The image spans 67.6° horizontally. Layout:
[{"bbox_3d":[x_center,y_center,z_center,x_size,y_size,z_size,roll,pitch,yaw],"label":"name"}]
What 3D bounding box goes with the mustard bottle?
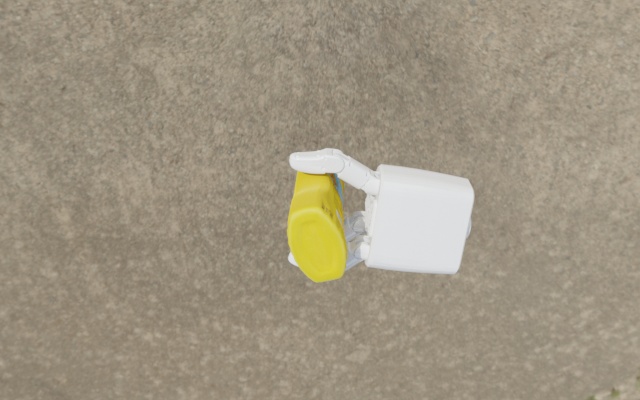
[{"bbox_3d":[0.000,0.002,0.567,0.058,0.096,0.191,-14,28,10],"label":"mustard bottle"}]
